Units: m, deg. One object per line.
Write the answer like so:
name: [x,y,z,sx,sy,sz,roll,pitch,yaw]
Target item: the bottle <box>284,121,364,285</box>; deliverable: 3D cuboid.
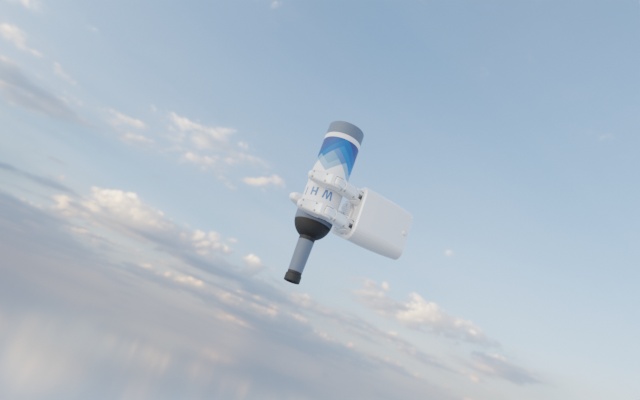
bottle: [0.000,0.002,0.830,0.069,0.295,0.069,18,-19,6]
